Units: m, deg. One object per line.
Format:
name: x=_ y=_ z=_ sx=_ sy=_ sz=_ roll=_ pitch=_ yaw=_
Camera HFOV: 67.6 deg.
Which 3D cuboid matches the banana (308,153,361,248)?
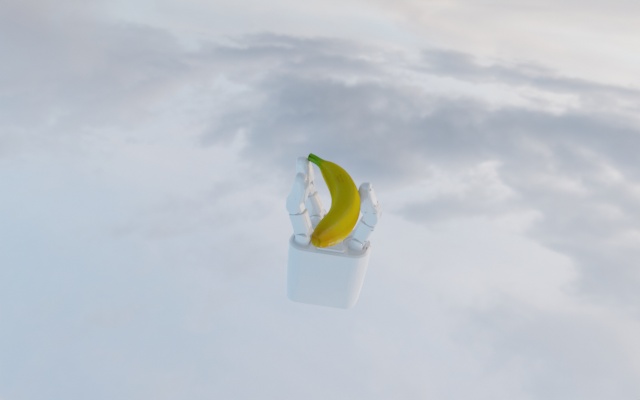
banana: x=0.018 y=0.002 z=0.607 sx=0.069 sy=0.037 sz=0.197 roll=7 pitch=32 yaw=-8
